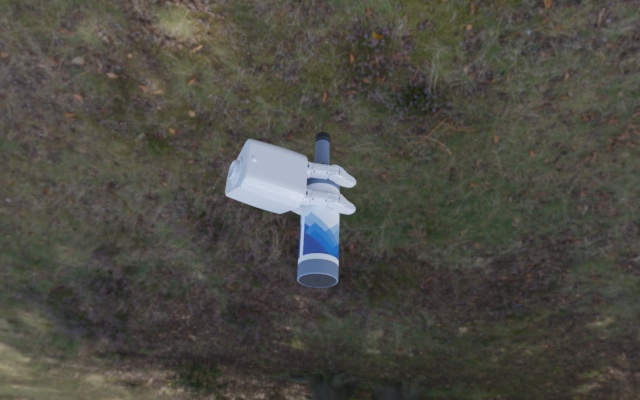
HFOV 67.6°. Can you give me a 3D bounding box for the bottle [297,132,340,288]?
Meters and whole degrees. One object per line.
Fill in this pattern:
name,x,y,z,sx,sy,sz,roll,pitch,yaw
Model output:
bottle,0.000,0.003,0.845,0.069,0.295,0.069,2,-30,1
